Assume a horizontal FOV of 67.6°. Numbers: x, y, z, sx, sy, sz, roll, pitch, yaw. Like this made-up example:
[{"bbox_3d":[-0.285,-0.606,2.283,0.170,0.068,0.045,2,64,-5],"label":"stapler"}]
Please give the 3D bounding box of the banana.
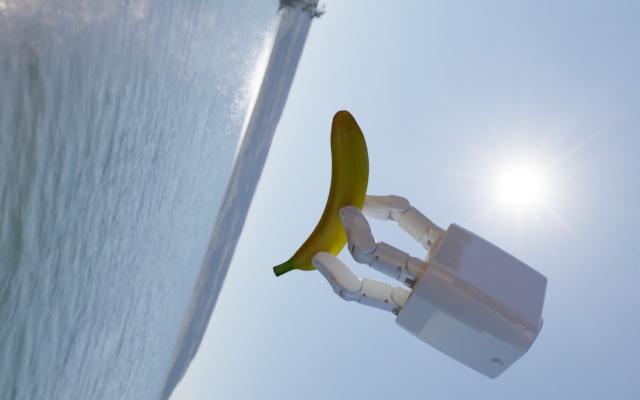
[{"bbox_3d":[0.013,0.004,0.484,0.069,0.198,0.037,-2,34,-39],"label":"banana"}]
